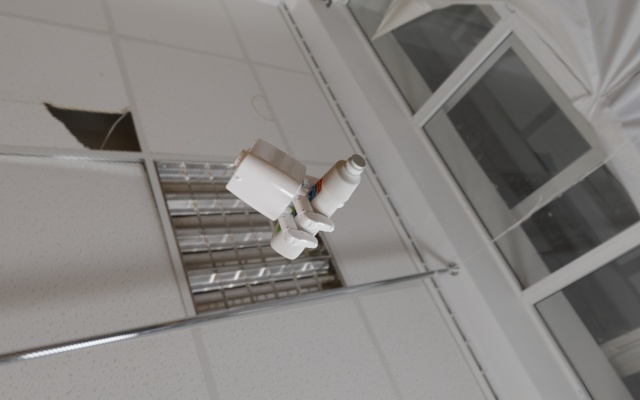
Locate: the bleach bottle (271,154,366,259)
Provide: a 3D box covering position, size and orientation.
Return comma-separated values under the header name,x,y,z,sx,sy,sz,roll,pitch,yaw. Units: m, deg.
name,x,y,z,sx,sy,sz,roll,pitch,yaw
bleach bottle,0.000,0.003,0.854,0.068,0.102,0.251,33,-50,-10
